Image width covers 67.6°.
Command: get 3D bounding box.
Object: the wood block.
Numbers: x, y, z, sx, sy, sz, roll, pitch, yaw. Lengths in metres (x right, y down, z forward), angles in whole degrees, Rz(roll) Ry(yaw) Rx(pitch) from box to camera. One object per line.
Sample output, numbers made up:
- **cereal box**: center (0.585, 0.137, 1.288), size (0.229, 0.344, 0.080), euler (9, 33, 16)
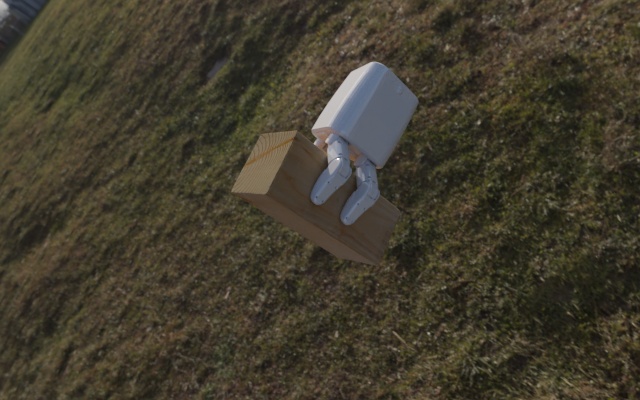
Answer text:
- **wood block**: center (0.000, 0.002, 0.641), size (0.206, 0.090, 0.091), euler (35, -17, -34)
